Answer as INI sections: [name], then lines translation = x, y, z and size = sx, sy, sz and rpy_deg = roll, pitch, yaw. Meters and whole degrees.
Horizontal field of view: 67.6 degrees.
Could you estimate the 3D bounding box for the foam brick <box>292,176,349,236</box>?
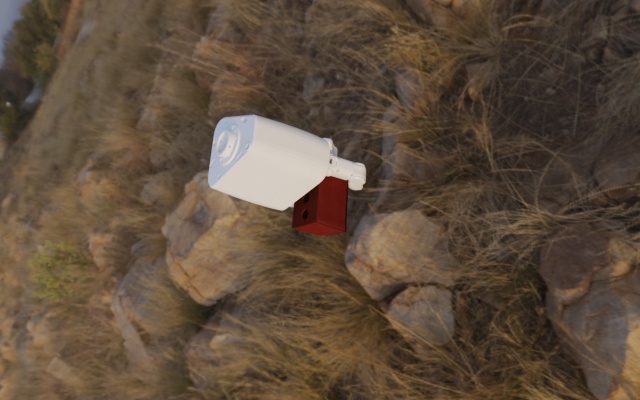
[foam brick]
translation = 0.000, 0.002, 0.618
size = 0.051, 0.078, 0.053
rpy_deg = 17, -21, -37
